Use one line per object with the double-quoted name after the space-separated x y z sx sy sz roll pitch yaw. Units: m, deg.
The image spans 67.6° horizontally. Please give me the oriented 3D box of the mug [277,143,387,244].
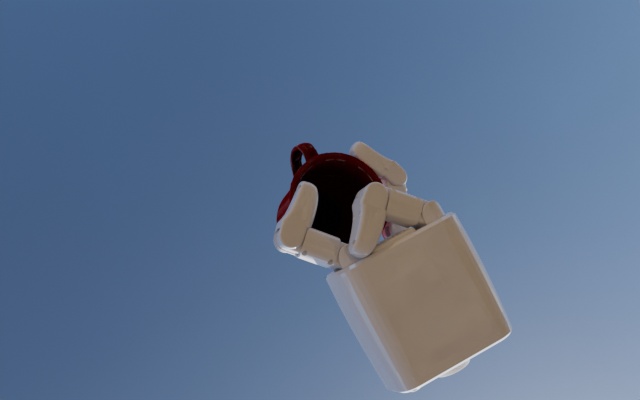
-0.001 0.000 0.456 0.093 0.117 0.081 -24 -8 -24 "mug"
